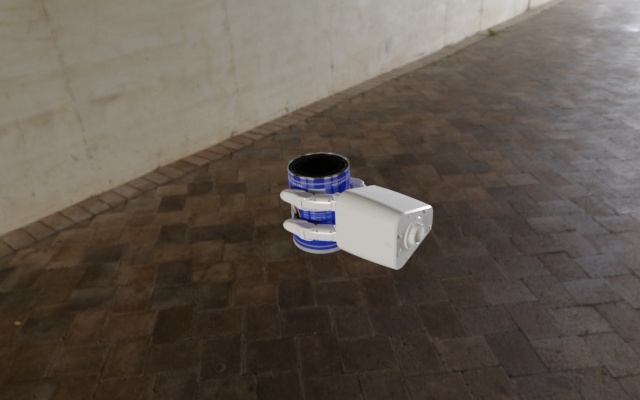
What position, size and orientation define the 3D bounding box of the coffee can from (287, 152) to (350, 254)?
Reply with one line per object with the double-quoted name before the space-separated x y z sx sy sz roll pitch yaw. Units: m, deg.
"coffee can" 0.000 0.003 0.800 0.103 0.140 0.102 -3 28 2
